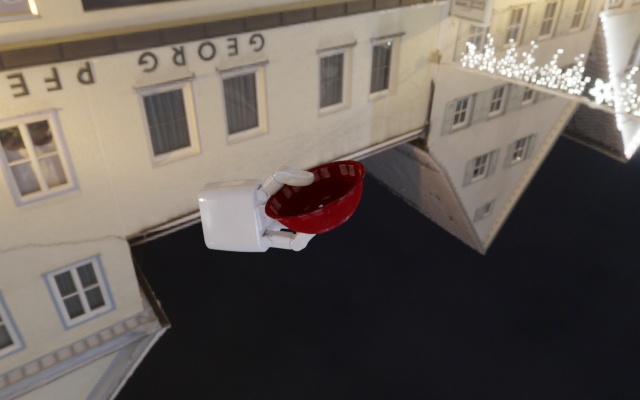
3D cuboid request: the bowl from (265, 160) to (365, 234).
[{"bbox_3d":[0.001,0.003,0.716,0.162,0.055,0.162,-21,24,10],"label":"bowl"}]
